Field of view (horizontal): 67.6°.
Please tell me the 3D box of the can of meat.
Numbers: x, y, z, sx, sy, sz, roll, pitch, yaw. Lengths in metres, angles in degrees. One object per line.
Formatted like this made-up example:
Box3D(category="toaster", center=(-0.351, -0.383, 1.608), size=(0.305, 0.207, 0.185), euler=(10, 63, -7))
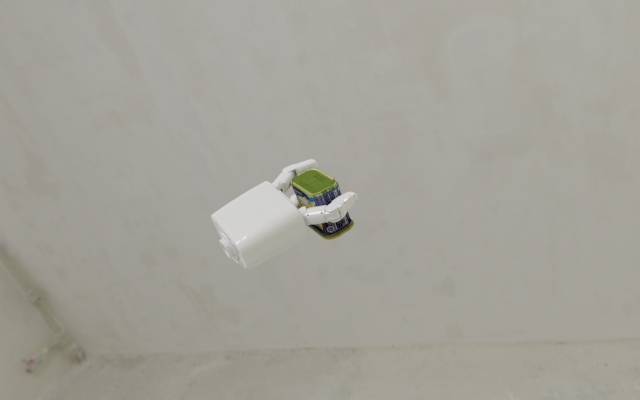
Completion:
Box3D(category="can of meat", center=(0.000, 0.002, 0.768), size=(0.057, 0.084, 0.102), euler=(-30, 29, -17))
